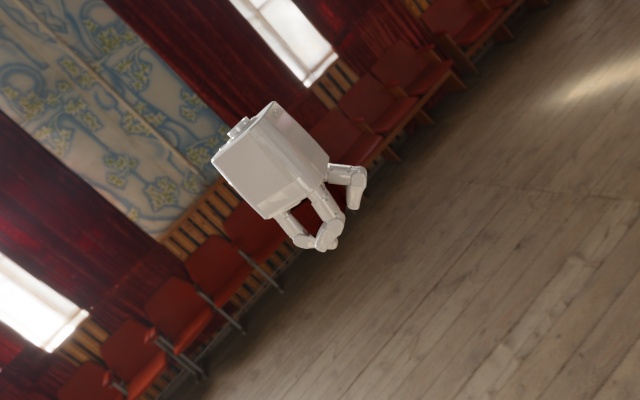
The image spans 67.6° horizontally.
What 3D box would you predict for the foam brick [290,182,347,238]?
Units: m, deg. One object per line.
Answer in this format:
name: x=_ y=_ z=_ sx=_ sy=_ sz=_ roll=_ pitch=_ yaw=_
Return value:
foam brick: x=0.000 y=0.002 z=0.652 sx=0.053 sy=0.051 sz=0.078 roll=-36 pitch=18 yaw=23
